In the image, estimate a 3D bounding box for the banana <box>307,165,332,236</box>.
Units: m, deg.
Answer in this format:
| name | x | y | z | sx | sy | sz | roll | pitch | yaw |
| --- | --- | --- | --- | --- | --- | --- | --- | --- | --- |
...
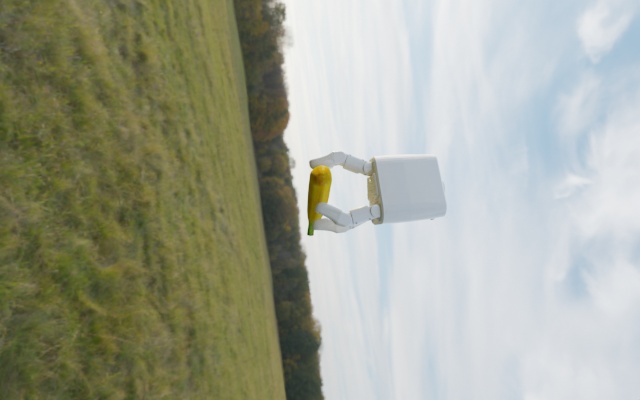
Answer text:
| name | x | y | z | sx | sy | sz | roll | pitch | yaw |
| --- | --- | --- | --- | --- | --- | --- | --- | --- | --- |
| banana | -0.001 | -0.012 | 0.778 | 0.037 | 0.069 | 0.198 | -1 | -29 | -5 |
